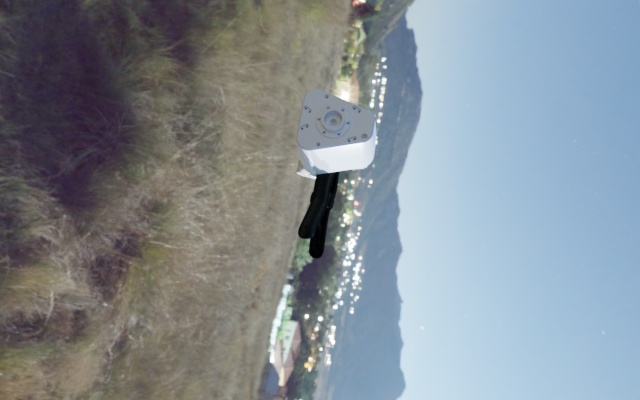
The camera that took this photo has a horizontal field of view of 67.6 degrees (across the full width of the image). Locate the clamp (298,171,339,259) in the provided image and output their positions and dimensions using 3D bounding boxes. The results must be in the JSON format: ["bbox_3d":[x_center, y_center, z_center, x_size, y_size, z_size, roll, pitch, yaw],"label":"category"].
[{"bbox_3d":[0.001,0.002,0.764,0.039,0.171,0.120,9,-12,6],"label":"clamp"}]
